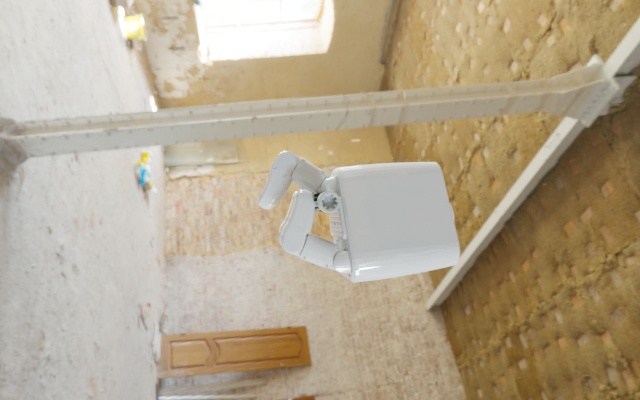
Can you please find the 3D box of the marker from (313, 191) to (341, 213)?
[{"bbox_3d":[0.000,0.002,0.463,0.020,0.020,0.121,0,0,-8],"label":"marker"}]
